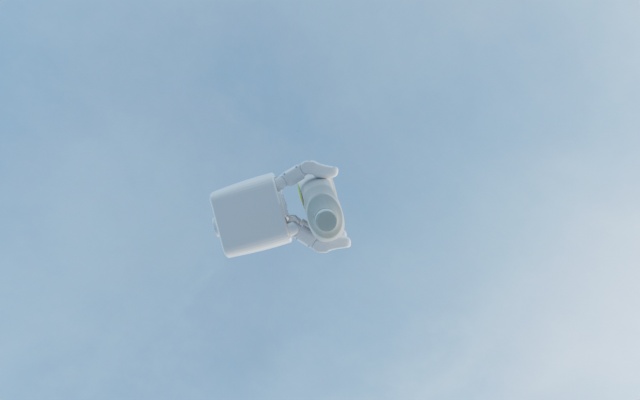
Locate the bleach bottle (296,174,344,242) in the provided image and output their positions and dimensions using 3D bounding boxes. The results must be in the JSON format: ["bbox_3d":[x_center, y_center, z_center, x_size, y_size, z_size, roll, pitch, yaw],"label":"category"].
[{"bbox_3d":[0.000,0.003,0.768,0.068,0.102,0.251,-17,9,0],"label":"bleach bottle"}]
